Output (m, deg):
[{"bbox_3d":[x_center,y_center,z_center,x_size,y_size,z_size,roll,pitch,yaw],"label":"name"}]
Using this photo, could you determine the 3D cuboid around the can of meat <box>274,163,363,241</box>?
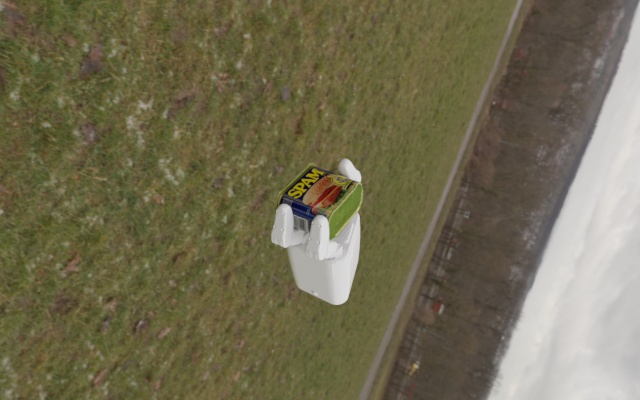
[{"bbox_3d":[0.000,0.002,0.662,0.084,0.057,0.102,21,45,25],"label":"can of meat"}]
